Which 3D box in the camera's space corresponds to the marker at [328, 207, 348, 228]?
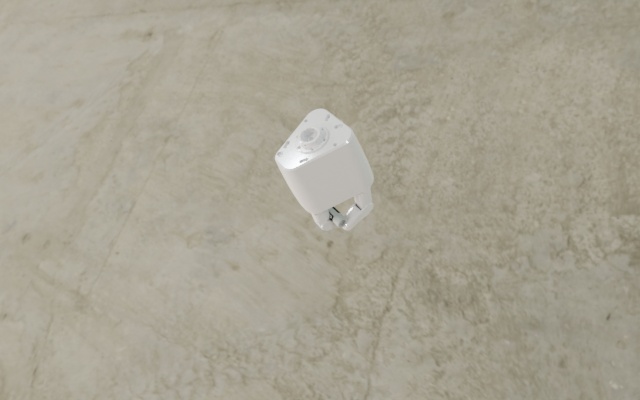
[{"bbox_3d":[0.000,0.003,0.773,0.020,0.020,0.121,0,32,-43],"label":"marker"}]
